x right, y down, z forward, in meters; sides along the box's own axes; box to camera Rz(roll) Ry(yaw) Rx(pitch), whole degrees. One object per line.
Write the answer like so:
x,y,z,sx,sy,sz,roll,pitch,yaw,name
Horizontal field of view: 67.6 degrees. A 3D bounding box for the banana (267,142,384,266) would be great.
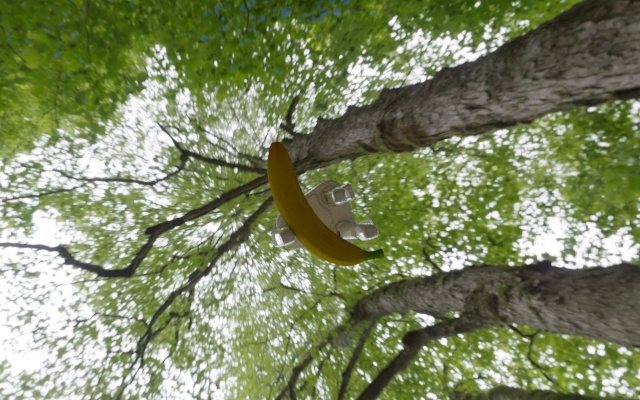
-0.011,0.017,0.601,0.069,0.198,0.037,-44,3,2,banana
